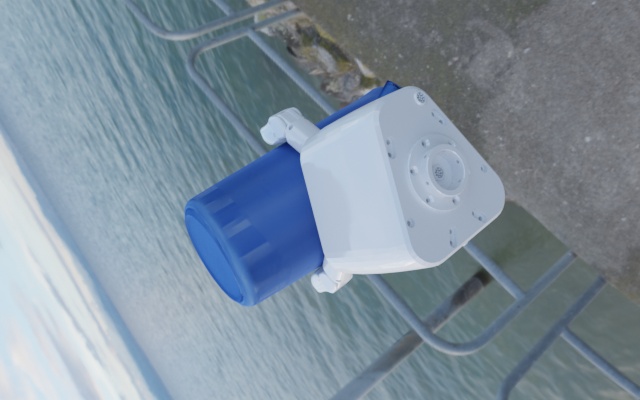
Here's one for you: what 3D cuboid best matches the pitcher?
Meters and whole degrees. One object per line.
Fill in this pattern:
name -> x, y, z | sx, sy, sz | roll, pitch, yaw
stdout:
pitcher -> 0.000, 0.001, 0.470 | 0.242, 0.149, 0.145 | -31, 7, -26
